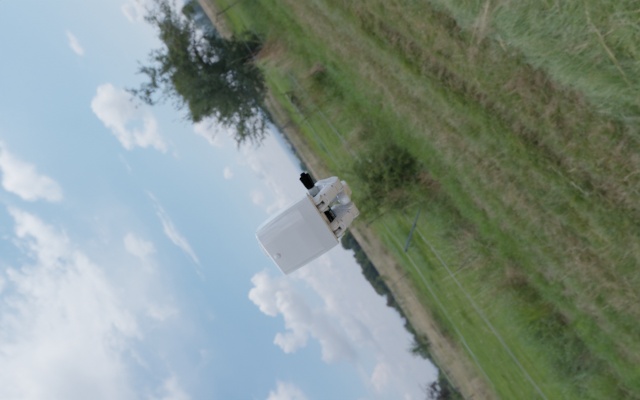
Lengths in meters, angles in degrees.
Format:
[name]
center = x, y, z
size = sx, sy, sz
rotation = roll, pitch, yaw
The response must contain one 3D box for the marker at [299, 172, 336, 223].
[marker]
center = 0.000, 0.003, 0.811
size = 0.020, 0.121, 0.020
rotation = -28, 22, 13
